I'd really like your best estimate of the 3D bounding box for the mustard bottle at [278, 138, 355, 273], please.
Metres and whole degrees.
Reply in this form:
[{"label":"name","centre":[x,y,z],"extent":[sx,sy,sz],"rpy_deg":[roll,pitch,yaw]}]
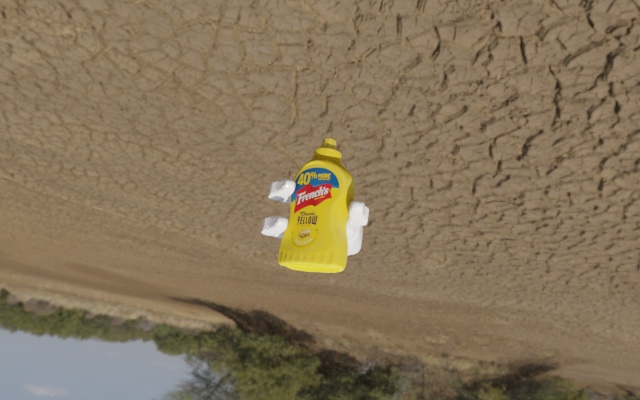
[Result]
[{"label":"mustard bottle","centre":[0.000,0.002,0.673],"extent":[0.096,0.191,0.058],"rpy_deg":[-3,-21,34]}]
